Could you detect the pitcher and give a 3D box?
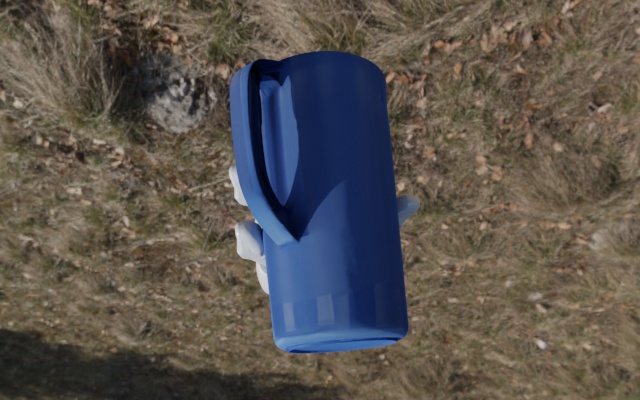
[{"bbox_3d":[0.000,0.001,0.414,0.149,0.242,0.145,-1,-22,-10],"label":"pitcher"}]
